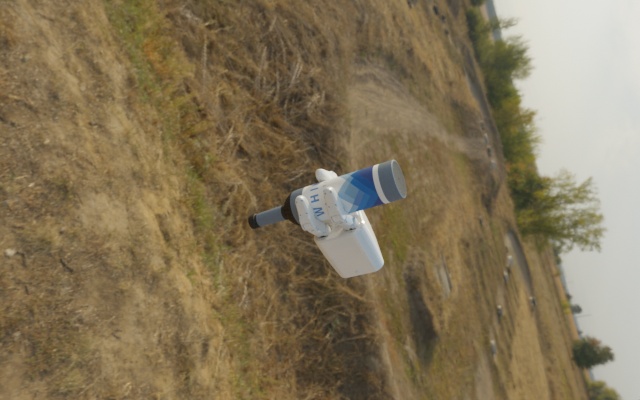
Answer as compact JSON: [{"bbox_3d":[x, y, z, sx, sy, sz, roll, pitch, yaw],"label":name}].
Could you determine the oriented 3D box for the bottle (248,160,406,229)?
[{"bbox_3d":[0.000,0.003,0.842,0.296,0.069,0.069,-17,-7,24],"label":"bottle"}]
